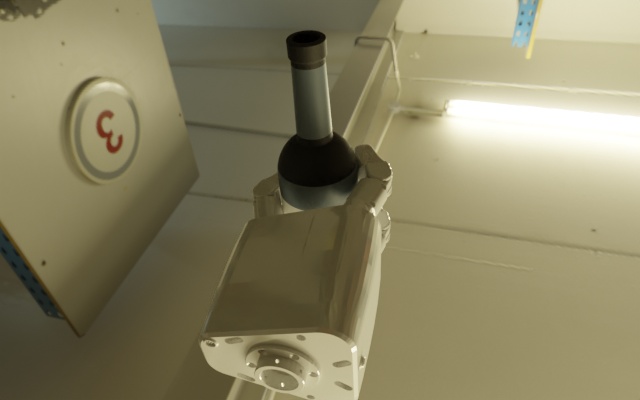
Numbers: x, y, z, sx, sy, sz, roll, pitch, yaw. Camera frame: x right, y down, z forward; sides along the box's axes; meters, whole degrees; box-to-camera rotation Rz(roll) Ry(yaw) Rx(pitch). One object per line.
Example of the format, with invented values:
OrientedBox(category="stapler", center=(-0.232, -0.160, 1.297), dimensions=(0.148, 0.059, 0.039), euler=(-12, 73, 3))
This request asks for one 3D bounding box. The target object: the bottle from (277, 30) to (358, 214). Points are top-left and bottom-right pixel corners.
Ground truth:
OrientedBox(category="bottle", center=(0.000, 0.002, 0.418), dimensions=(0.069, 0.296, 0.069), euler=(-3, 41, 3))
